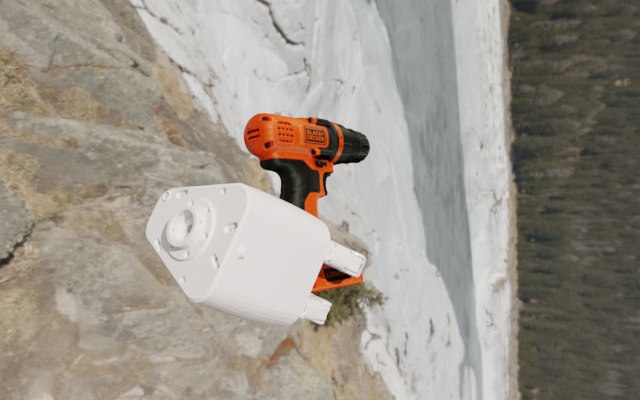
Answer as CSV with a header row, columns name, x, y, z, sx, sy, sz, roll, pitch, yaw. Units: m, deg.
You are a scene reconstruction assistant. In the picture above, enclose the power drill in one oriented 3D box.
name,x,y,z,sx,sy,sz,roll,pitch,yaw
power drill,0.000,0.002,0.527,0.057,0.187,0.184,-12,-8,42
